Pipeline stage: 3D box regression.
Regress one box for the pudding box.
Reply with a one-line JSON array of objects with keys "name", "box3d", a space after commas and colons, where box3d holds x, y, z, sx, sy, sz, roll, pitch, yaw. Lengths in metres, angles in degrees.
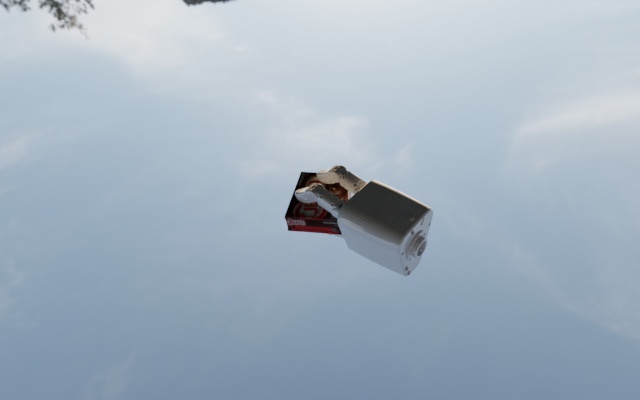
[{"name": "pudding box", "box3d": [0.000, 0.003, 0.773, 0.090, 0.039, 0.113, 4, 42, 12]}]
